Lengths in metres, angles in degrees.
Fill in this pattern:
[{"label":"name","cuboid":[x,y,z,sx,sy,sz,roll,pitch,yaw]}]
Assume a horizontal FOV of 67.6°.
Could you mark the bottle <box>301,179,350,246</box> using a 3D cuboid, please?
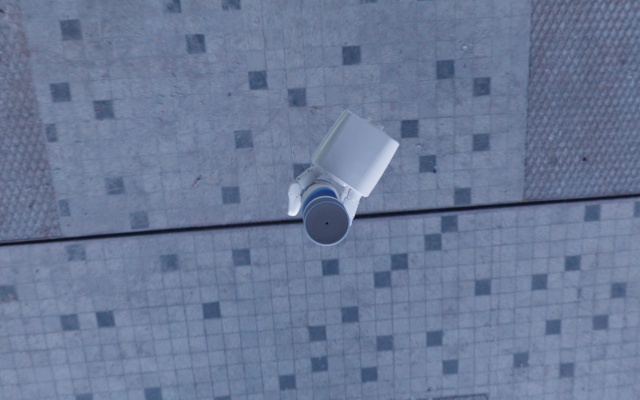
[{"label":"bottle","cuboid":[0.000,0.003,0.819,0.069,0.069,0.295,0,12,-4]}]
